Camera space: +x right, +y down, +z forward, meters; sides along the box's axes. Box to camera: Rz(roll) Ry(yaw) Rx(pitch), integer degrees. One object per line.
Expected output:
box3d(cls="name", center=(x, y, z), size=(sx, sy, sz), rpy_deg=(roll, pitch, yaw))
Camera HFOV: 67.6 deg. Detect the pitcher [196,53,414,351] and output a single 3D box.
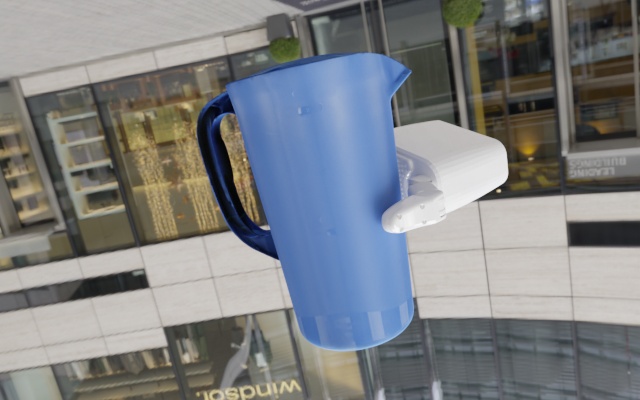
box3d(cls="pitcher", center=(0.000, 0.001, 0.420), size=(0.145, 0.243, 0.149), rpy_deg=(-20, 16, -32))
